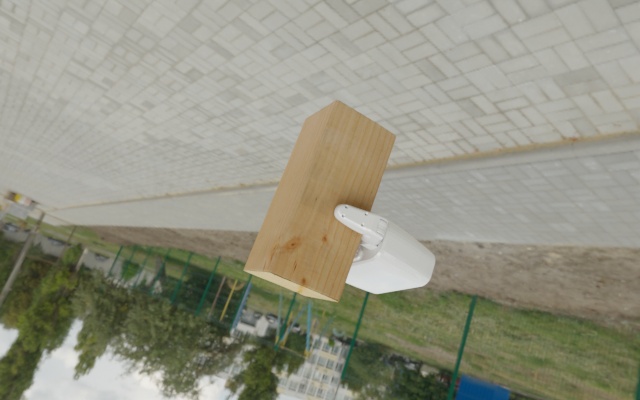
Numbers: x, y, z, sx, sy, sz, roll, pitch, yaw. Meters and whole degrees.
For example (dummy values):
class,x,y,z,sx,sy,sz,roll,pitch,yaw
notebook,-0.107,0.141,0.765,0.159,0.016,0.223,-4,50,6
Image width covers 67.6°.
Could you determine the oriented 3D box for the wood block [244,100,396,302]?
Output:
class,x,y,z,sx,sy,sz,roll,pitch,yaw
wood block,0.001,0.002,0.558,0.090,0.206,0.091,27,-17,-22
